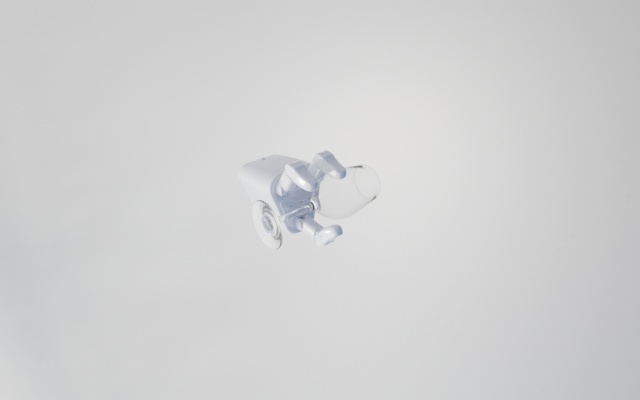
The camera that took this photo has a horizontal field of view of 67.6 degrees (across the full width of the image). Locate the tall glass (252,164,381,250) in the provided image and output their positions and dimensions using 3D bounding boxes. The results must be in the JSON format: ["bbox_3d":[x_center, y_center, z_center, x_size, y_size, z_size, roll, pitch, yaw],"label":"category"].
[{"bbox_3d":[0.000,0.003,0.723,0.201,0.079,0.079,-23,13,-33],"label":"tall glass"}]
